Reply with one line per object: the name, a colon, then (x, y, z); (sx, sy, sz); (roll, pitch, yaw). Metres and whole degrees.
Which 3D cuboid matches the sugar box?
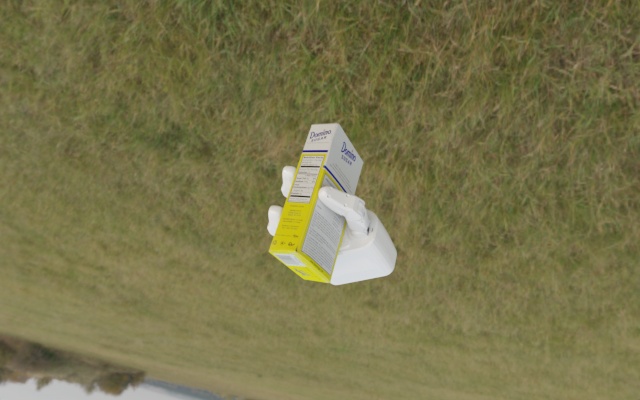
sugar box: (0.000, 0.002, 0.592); (0.048, 0.176, 0.093); (1, -29, 28)
